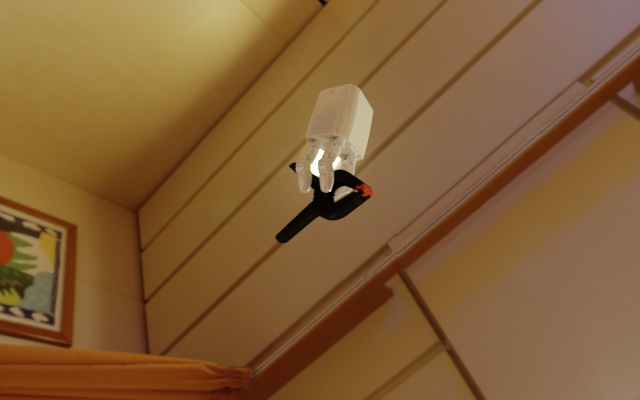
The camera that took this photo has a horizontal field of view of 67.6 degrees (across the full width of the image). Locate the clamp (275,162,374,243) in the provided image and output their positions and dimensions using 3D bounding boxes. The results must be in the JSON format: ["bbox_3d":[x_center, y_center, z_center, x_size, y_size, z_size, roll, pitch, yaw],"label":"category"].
[{"bbox_3d":[0.001,0.003,0.866,0.210,0.164,0.036,0,-19,43],"label":"clamp"}]
